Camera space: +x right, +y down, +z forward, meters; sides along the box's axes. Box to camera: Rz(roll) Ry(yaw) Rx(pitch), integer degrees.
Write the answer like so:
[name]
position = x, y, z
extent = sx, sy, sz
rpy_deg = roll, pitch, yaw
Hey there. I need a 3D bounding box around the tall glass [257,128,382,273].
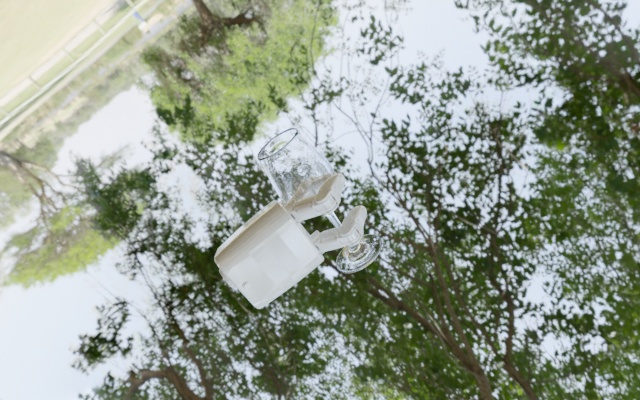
[tall glass]
position = 0.001, 0.002, 0.631
extent = 0.079, 0.201, 0.079
rpy_deg = -29, 25, 15
